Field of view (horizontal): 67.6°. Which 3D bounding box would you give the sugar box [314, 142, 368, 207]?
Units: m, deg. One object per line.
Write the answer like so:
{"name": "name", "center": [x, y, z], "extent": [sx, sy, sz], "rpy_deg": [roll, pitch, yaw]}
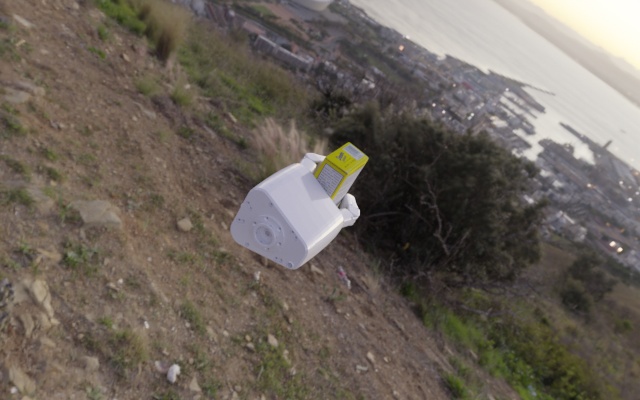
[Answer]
{"name": "sugar box", "center": [0.000, 0.002, 0.718], "extent": [0.048, 0.176, 0.093], "rpy_deg": [39, 31, 8]}
